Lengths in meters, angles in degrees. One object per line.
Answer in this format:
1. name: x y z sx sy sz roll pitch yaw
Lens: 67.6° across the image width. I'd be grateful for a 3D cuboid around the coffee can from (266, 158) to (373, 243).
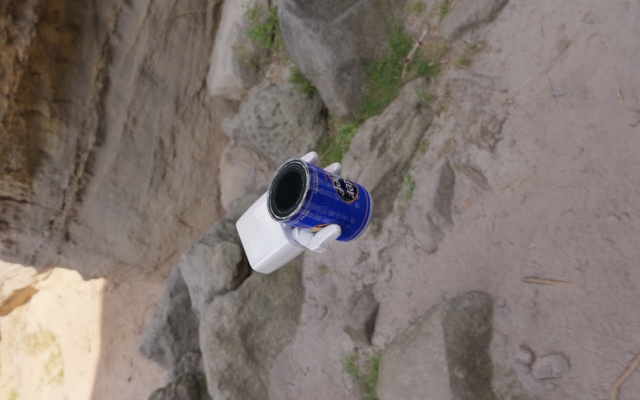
1. coffee can: 0.000 0.002 0.762 0.140 0.103 0.103 21 -13 -39
